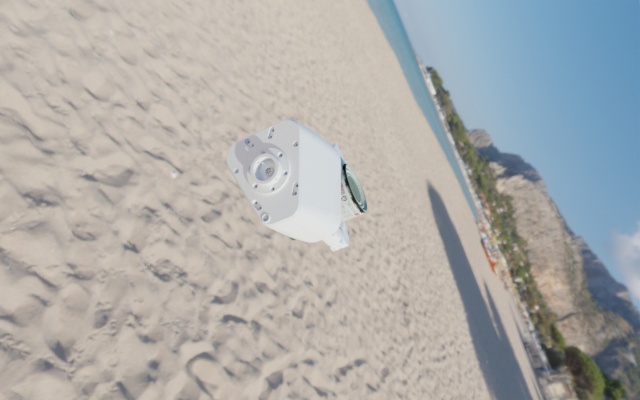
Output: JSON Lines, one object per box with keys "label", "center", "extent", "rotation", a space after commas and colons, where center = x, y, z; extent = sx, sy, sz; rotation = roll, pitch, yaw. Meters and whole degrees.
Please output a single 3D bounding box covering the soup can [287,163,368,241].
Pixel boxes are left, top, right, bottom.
{"label": "soup can", "center": [0.001, 0.002, 0.606], "extent": [0.102, 0.068, 0.068], "rotation": [-22, -7, 17]}
